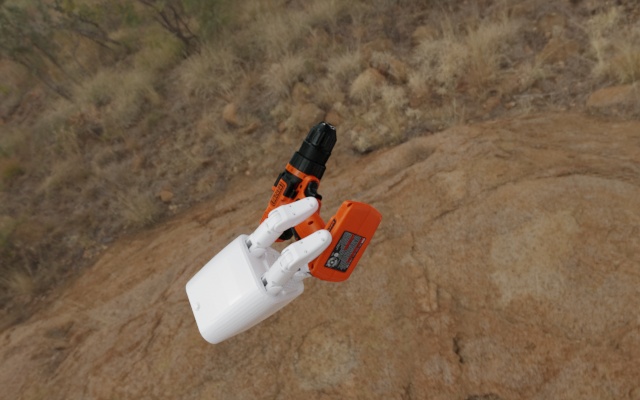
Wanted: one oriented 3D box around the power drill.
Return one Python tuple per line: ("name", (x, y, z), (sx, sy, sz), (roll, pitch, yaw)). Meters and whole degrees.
("power drill", (0.000, 0.002, 0.617), (0.057, 0.184, 0.187), (19, 14, -33))
